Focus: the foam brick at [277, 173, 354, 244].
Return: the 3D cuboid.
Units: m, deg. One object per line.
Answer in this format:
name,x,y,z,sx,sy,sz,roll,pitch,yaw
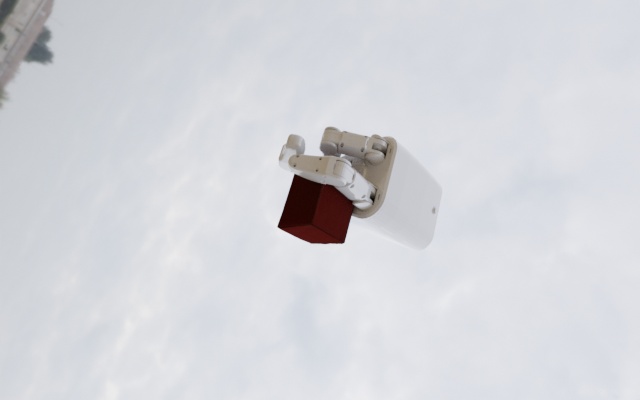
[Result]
foam brick,0.000,0.002,0.493,0.053,0.078,0.051,-5,-29,45
